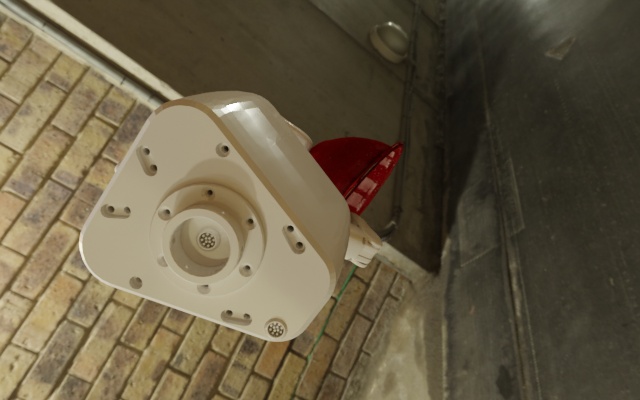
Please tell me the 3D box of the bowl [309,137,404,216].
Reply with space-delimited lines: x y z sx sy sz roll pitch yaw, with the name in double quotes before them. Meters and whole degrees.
"bowl" 0.000 0.001 0.408 0.055 0.162 0.162 39 8 11
